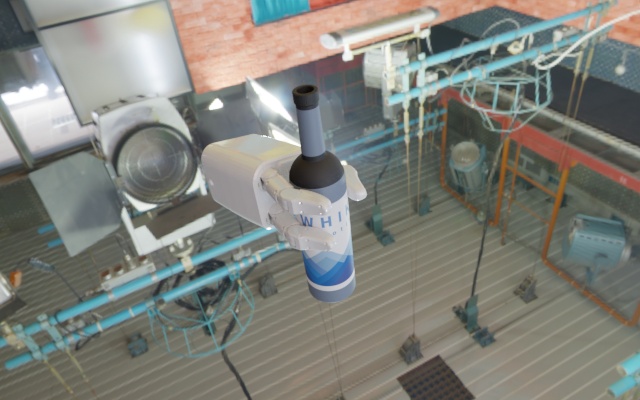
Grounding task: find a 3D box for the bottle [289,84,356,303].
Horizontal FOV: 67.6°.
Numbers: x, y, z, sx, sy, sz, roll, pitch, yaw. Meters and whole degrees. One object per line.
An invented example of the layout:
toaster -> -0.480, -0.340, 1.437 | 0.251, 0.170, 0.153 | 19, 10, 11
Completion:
bottle -> 0.000, 0.002, 0.582 | 0.069, 0.296, 0.069 | -5, 37, 4
